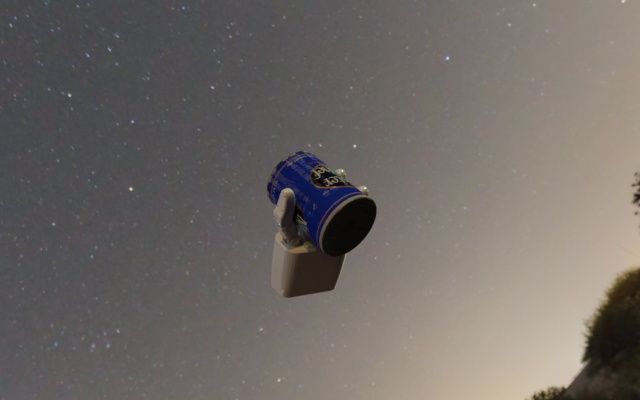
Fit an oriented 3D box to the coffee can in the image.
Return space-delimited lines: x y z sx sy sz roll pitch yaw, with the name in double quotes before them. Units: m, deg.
"coffee can" 0.000 0.002 0.719 0.103 0.103 0.140 0 32 -46
